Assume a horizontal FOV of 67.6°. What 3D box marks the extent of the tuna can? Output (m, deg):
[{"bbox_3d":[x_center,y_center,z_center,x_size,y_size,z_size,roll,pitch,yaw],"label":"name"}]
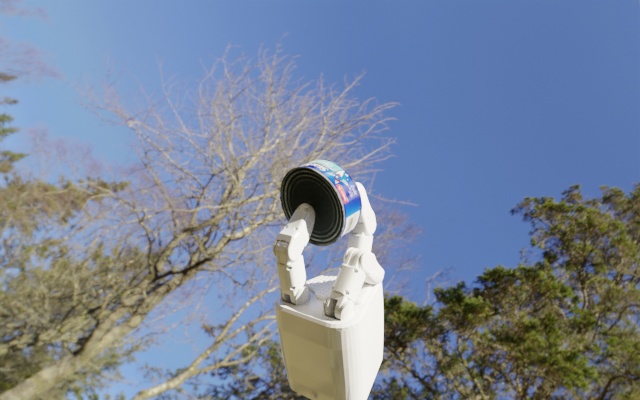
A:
[{"bbox_3d":[0.000,0.001,0.492,0.086,0.086,0.033,0,20,43],"label":"tuna can"}]
